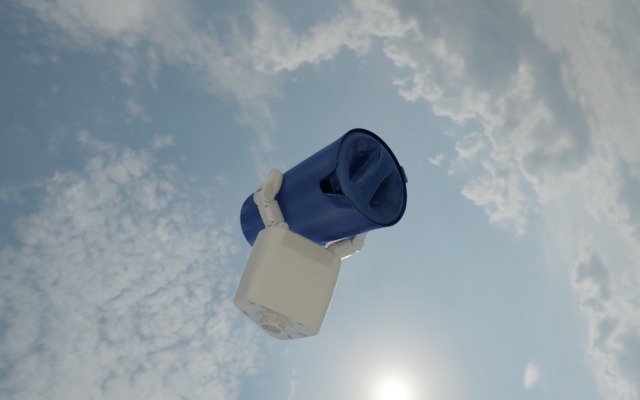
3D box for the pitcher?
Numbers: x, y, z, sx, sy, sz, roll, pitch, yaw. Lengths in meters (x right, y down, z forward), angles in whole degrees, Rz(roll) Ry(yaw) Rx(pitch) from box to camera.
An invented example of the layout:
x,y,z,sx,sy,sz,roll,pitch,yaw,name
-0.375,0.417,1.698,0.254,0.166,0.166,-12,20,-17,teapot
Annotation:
x,y,z,sx,sy,sz,roll,pitch,yaw,name
0.000,0.002,0.692,0.149,0.145,0.243,39,-40,-26,pitcher
